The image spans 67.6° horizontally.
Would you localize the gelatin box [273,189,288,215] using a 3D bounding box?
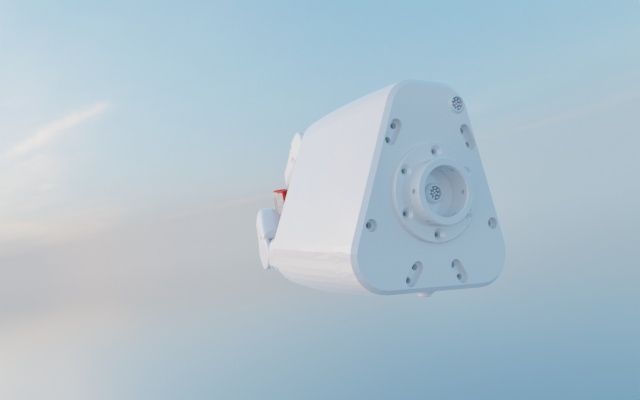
[{"bbox_3d":[0.000,0.001,0.413,0.073,0.030,0.089,-7,2,-11],"label":"gelatin box"}]
